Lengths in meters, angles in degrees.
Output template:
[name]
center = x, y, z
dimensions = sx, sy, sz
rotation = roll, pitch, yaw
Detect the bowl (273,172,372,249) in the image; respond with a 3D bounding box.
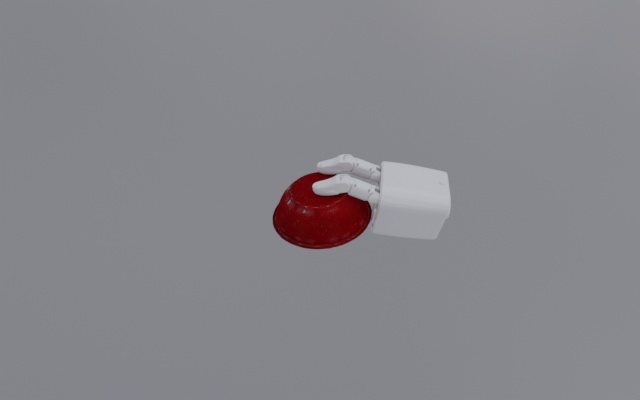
[bowl]
center = -0.001, 0.002, 0.758
dimensions = 0.162, 0.055, 0.162
rotation = -4, 39, 3
